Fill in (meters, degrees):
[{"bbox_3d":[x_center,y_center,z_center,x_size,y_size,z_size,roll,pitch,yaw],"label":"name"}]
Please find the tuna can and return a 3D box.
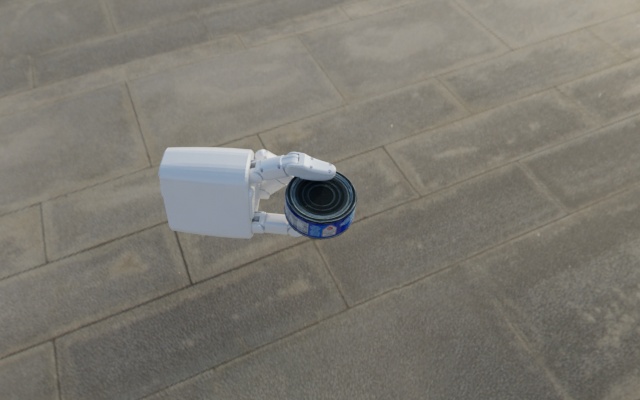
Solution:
[{"bbox_3d":[0.000,0.002,0.567,0.086,0.086,0.034,0,-38,-5],"label":"tuna can"}]
